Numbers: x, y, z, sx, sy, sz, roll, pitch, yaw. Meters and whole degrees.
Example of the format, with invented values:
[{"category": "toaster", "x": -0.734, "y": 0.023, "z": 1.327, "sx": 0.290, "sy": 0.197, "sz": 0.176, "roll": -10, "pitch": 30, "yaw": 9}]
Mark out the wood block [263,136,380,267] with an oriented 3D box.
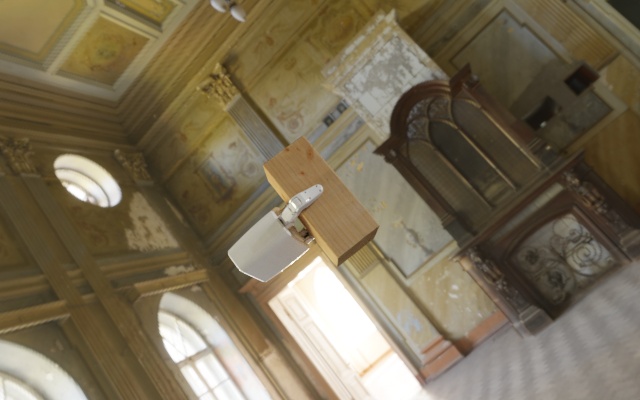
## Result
[{"category": "wood block", "x": 0.000, "y": 0.003, "z": 0.833, "sx": 0.090, "sy": 0.206, "sz": 0.091, "roll": -37, "pitch": -14, "yaw": -10}]
